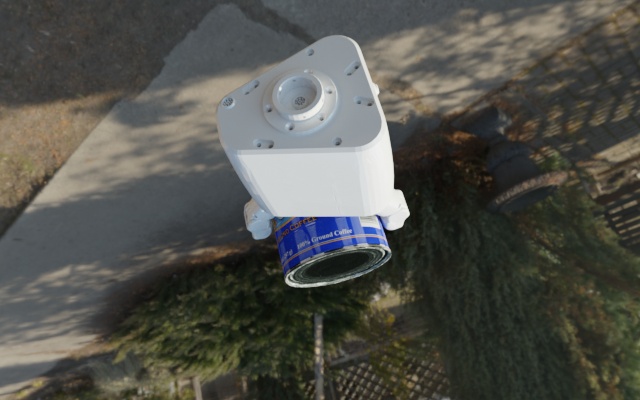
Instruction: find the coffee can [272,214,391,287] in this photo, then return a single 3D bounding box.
[{"bbox_3d":[0.000,0.001,0.469,0.103,0.140,0.103,-13,-23,-6],"label":"coffee can"}]
